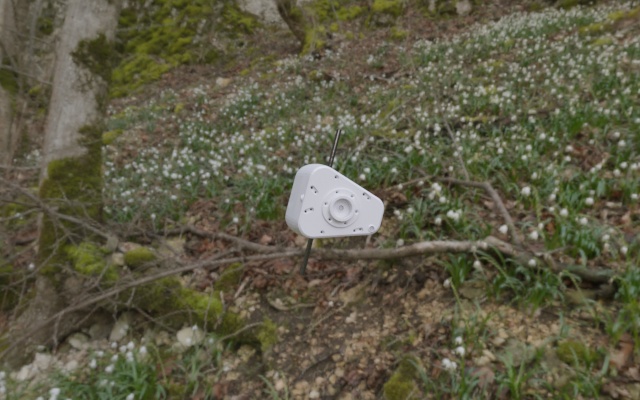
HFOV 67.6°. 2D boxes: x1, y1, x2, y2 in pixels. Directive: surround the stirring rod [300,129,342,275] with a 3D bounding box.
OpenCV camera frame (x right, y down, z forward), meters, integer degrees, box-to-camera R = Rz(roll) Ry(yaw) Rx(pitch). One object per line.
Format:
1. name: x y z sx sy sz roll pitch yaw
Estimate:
1. stirring rod: 0.000 0.003 0.770 0.011 0.239 0.011 14 0 0
